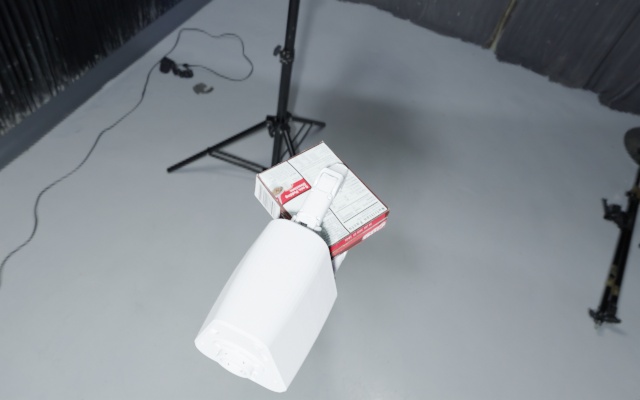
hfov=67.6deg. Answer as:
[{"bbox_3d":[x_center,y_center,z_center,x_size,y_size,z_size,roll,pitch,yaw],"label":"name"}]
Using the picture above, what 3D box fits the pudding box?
[{"bbox_3d":[0.000,0.002,0.486,0.090,0.113,0.039,-29,-25,-25],"label":"pudding box"}]
